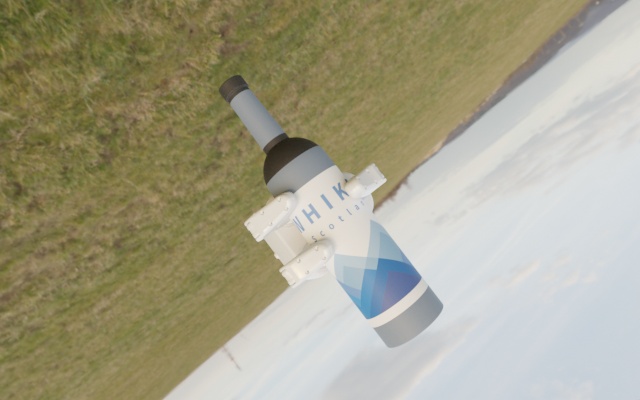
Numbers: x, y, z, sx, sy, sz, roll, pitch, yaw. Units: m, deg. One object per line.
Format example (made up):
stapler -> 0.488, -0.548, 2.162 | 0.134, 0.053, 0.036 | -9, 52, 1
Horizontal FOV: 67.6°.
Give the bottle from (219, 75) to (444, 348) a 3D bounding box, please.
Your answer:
bottle -> 0.000, 0.002, 0.460 | 0.069, 0.295, 0.069 | -37, -4, -3
